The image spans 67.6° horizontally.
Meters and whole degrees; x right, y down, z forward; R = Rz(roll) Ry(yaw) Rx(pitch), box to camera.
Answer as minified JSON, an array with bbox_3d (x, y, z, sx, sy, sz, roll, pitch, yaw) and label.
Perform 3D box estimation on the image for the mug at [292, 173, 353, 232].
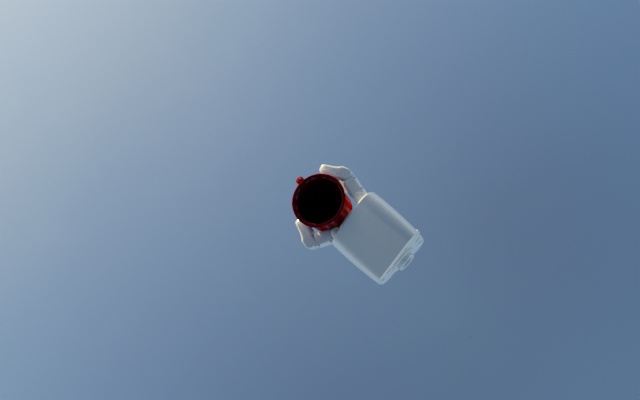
[{"bbox_3d":[-0.001,0.002,0.828,0.117,0.093,0.081,43,0,24],"label":"mug"}]
